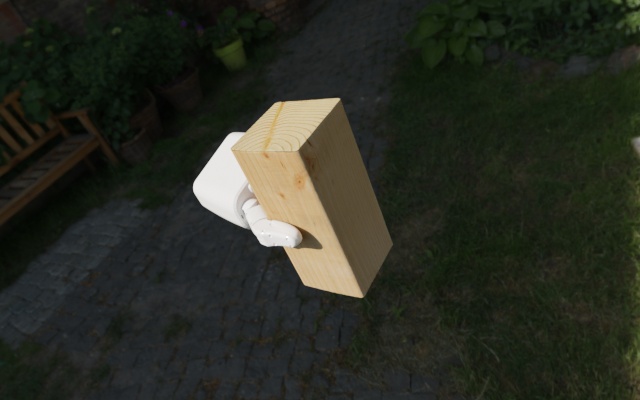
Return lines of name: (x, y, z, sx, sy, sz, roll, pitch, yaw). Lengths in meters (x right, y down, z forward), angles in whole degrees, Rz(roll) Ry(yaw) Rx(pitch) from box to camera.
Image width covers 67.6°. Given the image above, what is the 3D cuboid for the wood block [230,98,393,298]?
wood block: (0.000, 0.002, 0.531, 0.090, 0.206, 0.090, 5, 45, 36)
